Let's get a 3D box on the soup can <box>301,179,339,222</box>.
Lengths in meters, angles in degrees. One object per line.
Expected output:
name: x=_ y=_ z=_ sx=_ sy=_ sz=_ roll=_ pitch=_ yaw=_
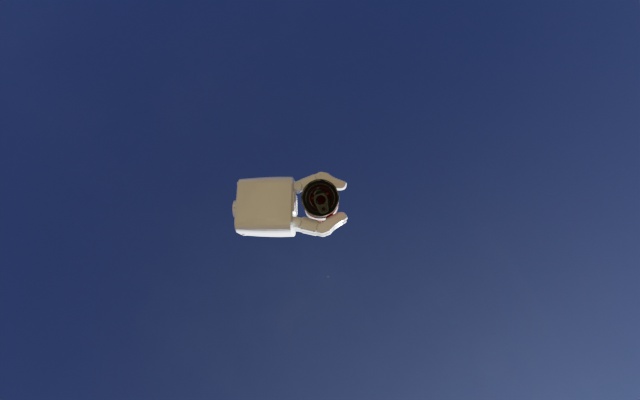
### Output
soup can: x=0.001 y=0.003 z=0.895 sx=0.068 sy=0.068 sz=0.102 roll=0 pitch=-9 yaw=1
